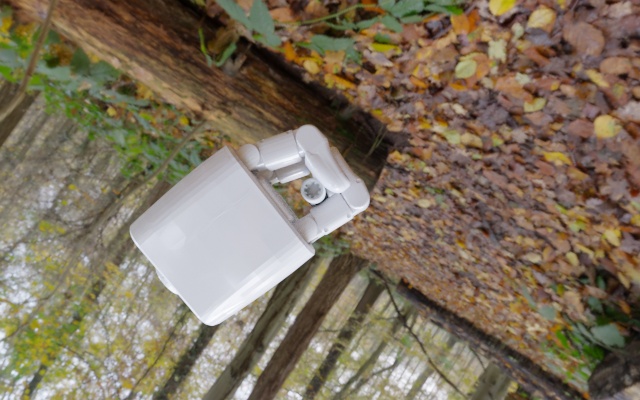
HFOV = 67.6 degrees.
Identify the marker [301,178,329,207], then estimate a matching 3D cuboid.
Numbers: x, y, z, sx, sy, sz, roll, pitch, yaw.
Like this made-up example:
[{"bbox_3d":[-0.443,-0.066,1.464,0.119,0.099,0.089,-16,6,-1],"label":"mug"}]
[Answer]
[{"bbox_3d":[0.000,0.001,0.436,0.020,0.020,0.121,0,-10,6],"label":"marker"}]
